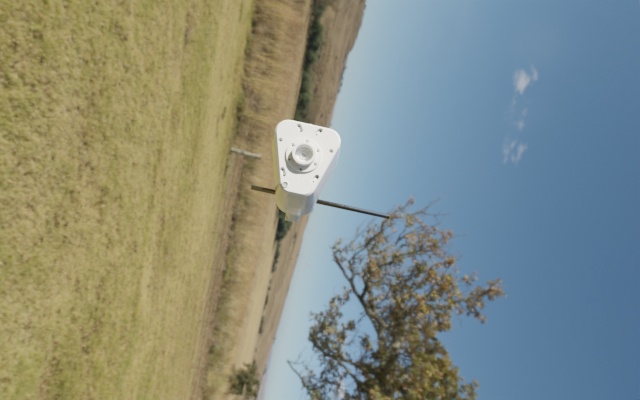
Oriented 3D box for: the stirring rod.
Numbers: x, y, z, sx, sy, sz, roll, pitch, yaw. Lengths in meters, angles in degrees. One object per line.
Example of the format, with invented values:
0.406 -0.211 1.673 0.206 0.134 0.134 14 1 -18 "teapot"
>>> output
0.000 0.003 0.815 0.239 0.011 0.011 12 0 -2 "stirring rod"
